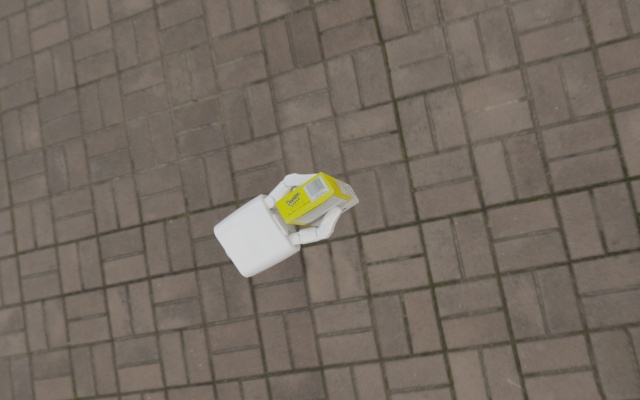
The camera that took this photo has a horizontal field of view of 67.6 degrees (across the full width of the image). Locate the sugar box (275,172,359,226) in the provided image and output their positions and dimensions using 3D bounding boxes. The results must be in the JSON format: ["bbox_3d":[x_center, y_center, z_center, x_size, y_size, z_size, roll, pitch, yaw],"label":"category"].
[{"bbox_3d":[0.000,0.002,0.812,0.093,0.048,0.176,-32,-11,12],"label":"sugar box"}]
